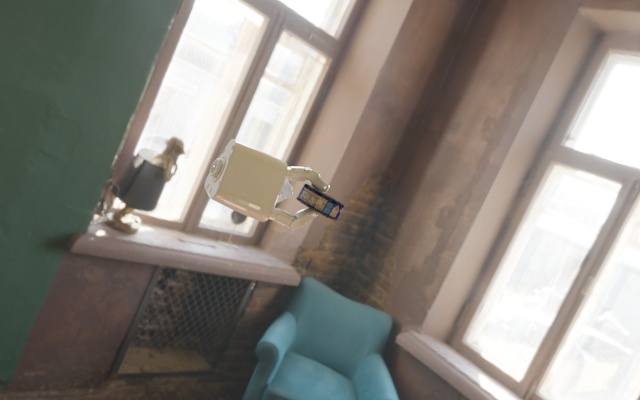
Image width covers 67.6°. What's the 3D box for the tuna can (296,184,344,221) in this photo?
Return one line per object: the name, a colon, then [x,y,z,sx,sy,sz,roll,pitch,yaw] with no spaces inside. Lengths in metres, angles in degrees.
tuna can: [0.000,0.002,0.877,0.086,0.034,0.086,29,3,-2]
